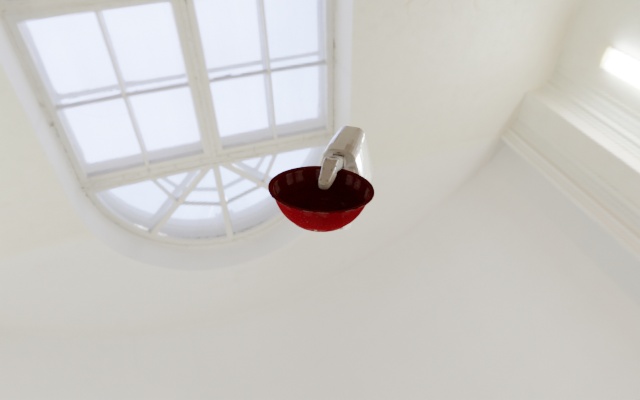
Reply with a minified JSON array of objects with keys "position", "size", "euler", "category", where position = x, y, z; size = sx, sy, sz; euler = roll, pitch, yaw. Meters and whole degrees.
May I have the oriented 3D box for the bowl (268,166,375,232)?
[{"position":[-0.001,0.003,0.735],"size":[0.162,0.055,0.162],"euler":[3,27,-1],"category":"bowl"}]
